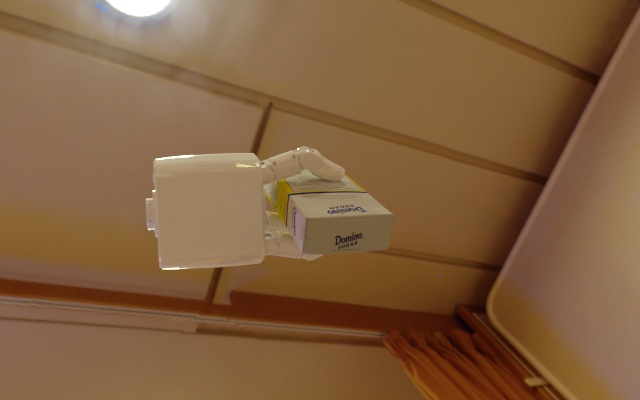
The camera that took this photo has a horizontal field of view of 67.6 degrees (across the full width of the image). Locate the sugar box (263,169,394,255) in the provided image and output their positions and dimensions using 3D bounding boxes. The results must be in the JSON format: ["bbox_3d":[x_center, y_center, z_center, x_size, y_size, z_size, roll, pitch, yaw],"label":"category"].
[{"bbox_3d":[0.000,0.002,0.531,0.093,0.048,0.176,-1,24,-19],"label":"sugar box"}]
